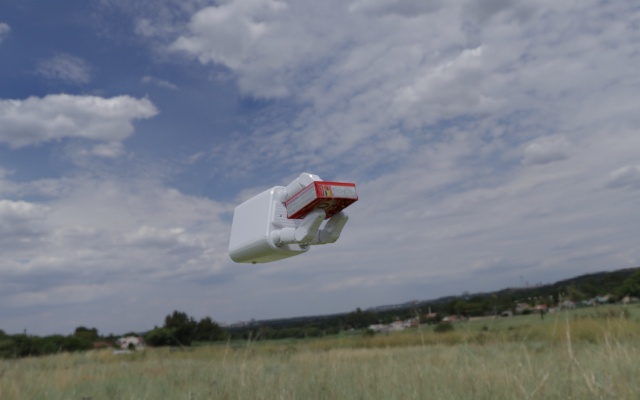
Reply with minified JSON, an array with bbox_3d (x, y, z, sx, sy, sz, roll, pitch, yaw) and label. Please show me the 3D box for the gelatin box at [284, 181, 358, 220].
[{"bbox_3d":[0.000,0.002,0.706,0.073,0.030,0.089,3,-24,-35],"label":"gelatin box"}]
